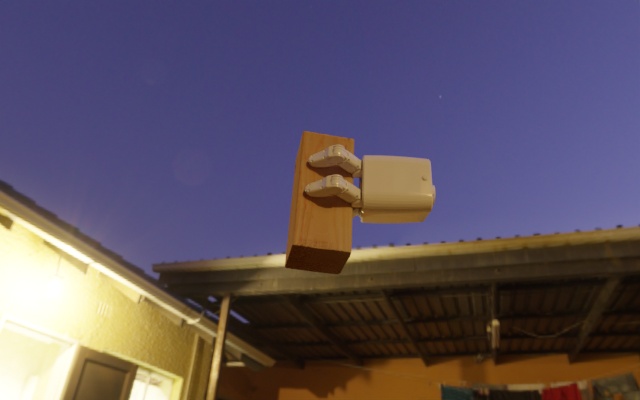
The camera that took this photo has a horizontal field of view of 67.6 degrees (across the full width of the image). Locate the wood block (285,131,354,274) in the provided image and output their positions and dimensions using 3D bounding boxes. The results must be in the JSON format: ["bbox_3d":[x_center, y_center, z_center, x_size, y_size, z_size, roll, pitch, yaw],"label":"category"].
[{"bbox_3d":[0.000,0.003,0.768,0.090,0.206,0.091,8,-31,-7],"label":"wood block"}]
